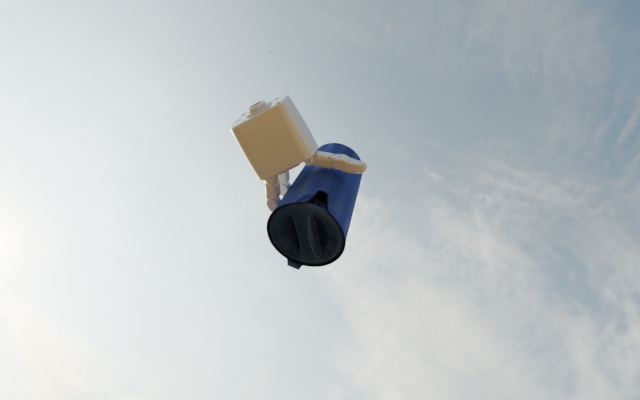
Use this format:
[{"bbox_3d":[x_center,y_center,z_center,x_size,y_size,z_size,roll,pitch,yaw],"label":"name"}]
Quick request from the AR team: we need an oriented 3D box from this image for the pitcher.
[{"bbox_3d":[0.000,0.003,0.869,0.149,0.145,0.242,-18,26,27],"label":"pitcher"}]
